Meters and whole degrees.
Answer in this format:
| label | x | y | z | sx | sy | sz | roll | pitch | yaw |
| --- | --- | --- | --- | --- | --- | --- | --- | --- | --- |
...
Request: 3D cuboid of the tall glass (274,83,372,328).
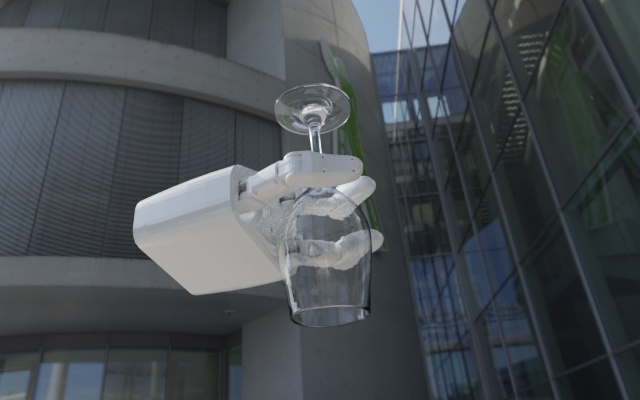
| label | x | y | z | sx | sy | sz | roll | pitch | yaw |
| --- | --- | --- | --- | --- | --- | --- | --- | --- | --- |
| tall glass | 0.000 | 0.001 | 0.409 | 0.079 | 0.201 | 0.079 | -4 | -28 | -2 |
